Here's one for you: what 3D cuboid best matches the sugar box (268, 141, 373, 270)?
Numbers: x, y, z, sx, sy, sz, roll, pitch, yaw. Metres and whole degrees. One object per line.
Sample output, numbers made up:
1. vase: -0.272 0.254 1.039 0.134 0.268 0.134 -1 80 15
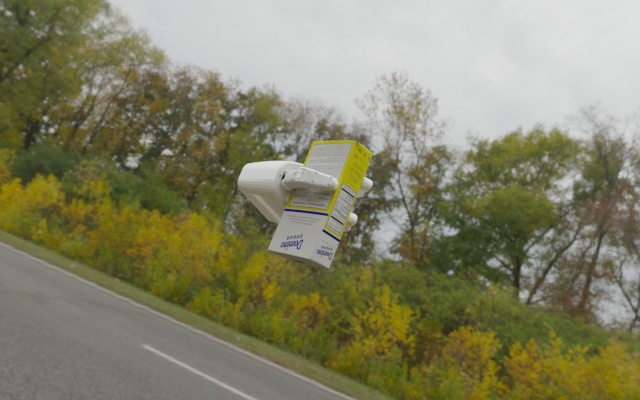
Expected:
1. sugar box: 0.000 0.002 0.664 0.093 0.176 0.048 6 -19 48
